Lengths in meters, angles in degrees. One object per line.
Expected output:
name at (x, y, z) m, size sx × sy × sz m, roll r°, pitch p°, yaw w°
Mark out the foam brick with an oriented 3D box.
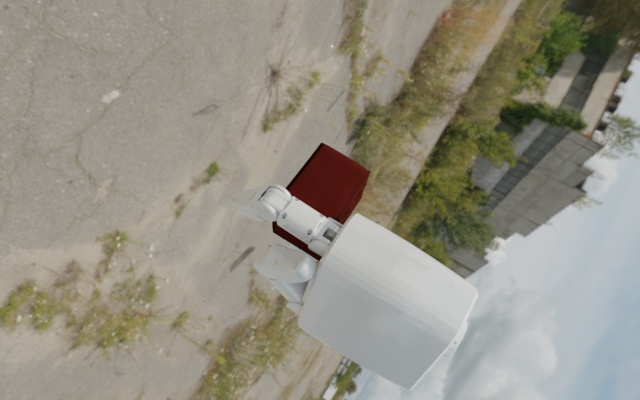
foam brick at (0.000, 0.001, 0.414) m, size 0.051 × 0.078 × 0.053 m, roll 30°, pitch -28°, yaw 11°
